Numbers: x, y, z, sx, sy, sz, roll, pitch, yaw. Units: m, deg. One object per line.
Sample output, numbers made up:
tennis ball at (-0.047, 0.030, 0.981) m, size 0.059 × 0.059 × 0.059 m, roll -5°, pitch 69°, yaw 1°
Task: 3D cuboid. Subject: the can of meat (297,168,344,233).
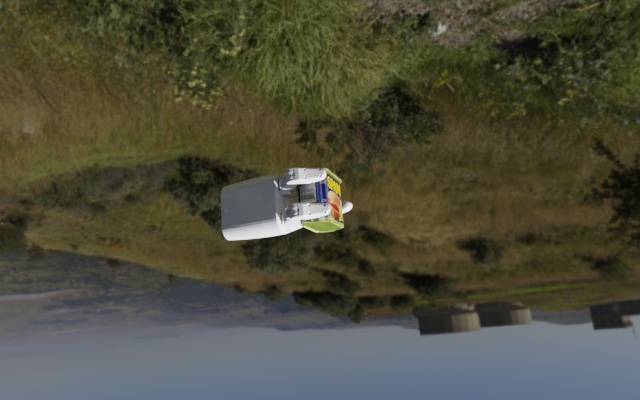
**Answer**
can of meat at (0.000, 0.003, 0.768) m, size 0.057 × 0.084 × 0.102 m, roll -9°, pitch -15°, yaw 17°
